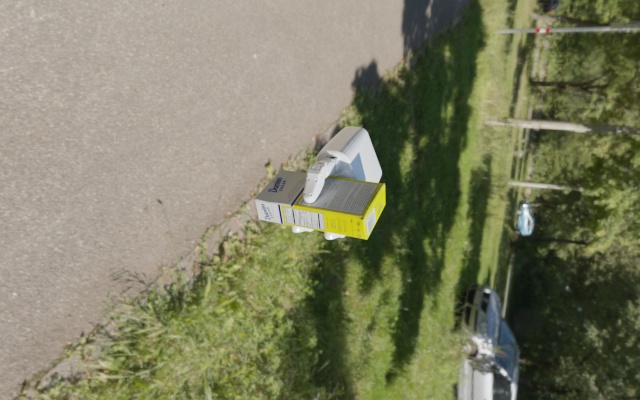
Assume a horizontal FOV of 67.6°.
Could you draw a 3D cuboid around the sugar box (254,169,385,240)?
[{"bbox_3d":[0.000,0.003,0.720,0.176,0.048,0.093,8,36,24],"label":"sugar box"}]
